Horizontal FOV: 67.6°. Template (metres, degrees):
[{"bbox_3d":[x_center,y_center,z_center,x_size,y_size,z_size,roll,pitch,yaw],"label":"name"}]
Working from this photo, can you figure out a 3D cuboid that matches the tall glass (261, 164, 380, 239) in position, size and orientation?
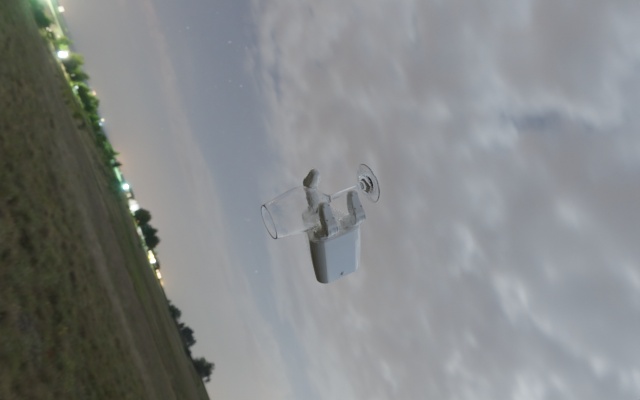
[{"bbox_3d":[0.001,0.002,0.831,0.201,0.079,0.079,-21,8,-21],"label":"tall glass"}]
